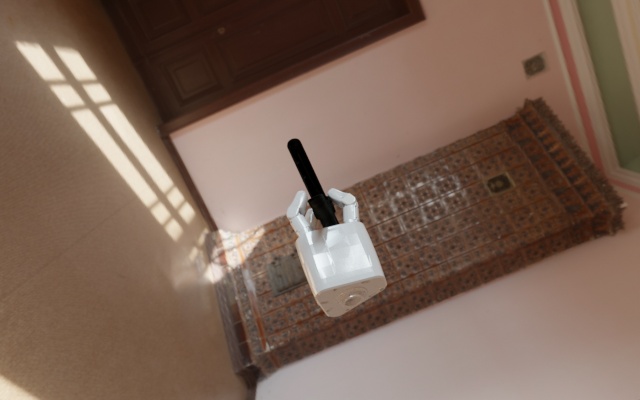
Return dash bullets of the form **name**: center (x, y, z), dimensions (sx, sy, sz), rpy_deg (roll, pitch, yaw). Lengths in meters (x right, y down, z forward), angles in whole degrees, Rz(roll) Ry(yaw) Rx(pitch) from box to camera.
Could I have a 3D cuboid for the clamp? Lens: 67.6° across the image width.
- **clamp**: center (0.001, 0.003, 0.809), dimensions (0.036, 0.164, 0.210), rpy_deg (-24, -40, 3)
